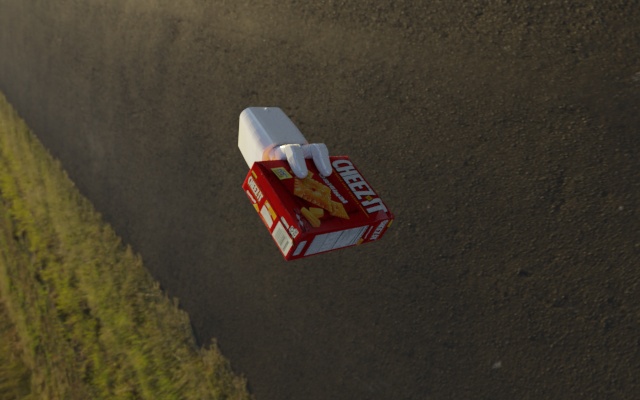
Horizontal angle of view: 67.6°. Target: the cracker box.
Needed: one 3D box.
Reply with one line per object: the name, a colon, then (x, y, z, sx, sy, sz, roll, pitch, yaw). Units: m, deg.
cracker box: (0.000, 0.003, 0.818, 0.213, 0.164, 0.072, -8, -38, -40)
